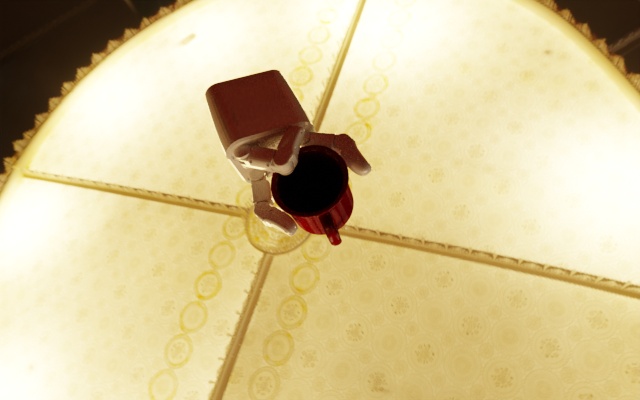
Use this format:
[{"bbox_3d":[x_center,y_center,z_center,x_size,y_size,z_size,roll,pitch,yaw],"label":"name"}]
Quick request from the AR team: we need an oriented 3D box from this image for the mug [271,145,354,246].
[{"bbox_3d":[0.001,0.003,0.578,0.093,0.117,0.081,-26,-27,1],"label":"mug"}]
